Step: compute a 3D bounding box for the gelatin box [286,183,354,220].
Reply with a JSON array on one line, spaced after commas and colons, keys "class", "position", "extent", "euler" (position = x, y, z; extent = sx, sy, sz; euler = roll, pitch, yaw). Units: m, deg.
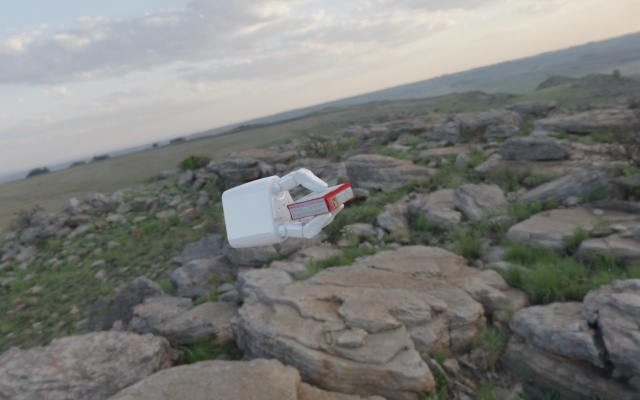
[{"class": "gelatin box", "position": [0.000, 0.002, 0.793], "extent": [0.089, 0.030, 0.073], "euler": [-14, 10, 41]}]
